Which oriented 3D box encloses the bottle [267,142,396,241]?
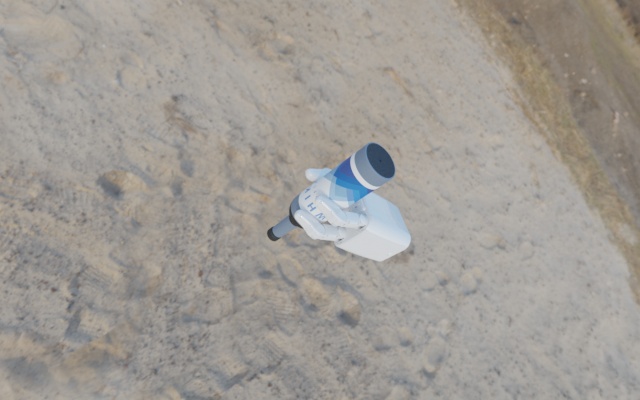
[{"bbox_3d":[0.000,0.003,0.830,0.069,0.069,0.296,0,-26,-45],"label":"bottle"}]
